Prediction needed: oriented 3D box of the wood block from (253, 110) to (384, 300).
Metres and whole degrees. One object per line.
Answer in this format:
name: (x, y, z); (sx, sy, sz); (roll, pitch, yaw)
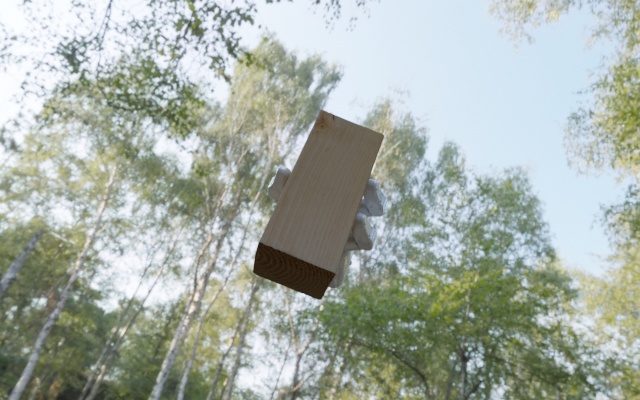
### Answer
wood block: (0.000, 0.002, 0.590); (0.091, 0.206, 0.090); (21, -32, 1)
